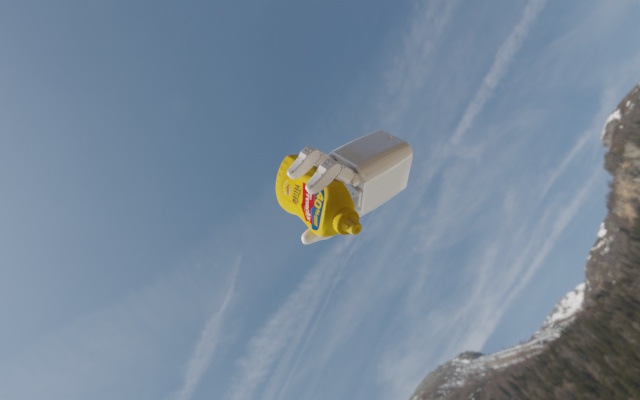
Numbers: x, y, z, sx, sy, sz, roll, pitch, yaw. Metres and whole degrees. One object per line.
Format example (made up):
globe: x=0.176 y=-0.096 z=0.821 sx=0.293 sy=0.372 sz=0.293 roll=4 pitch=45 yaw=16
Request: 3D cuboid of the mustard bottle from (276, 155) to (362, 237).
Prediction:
mustard bottle: x=0.000 y=0.002 z=0.749 sx=0.058 sy=0.096 sz=0.191 roll=-5 pitch=27 yaw=-36
